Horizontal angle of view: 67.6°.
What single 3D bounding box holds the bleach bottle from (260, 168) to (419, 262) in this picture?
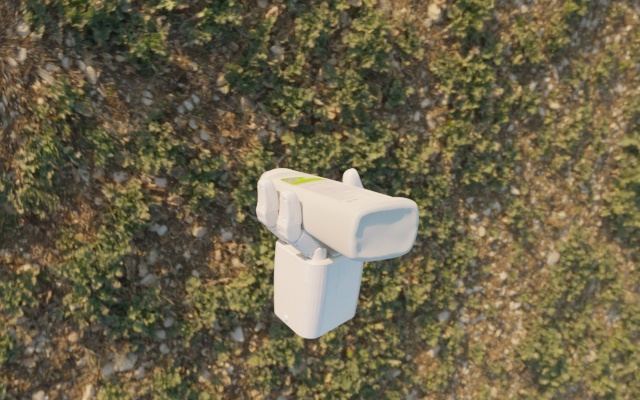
[{"bbox_3d":[0.000,0.002,0.606,0.102,0.068,0.250,-5,18,-34],"label":"bleach bottle"}]
